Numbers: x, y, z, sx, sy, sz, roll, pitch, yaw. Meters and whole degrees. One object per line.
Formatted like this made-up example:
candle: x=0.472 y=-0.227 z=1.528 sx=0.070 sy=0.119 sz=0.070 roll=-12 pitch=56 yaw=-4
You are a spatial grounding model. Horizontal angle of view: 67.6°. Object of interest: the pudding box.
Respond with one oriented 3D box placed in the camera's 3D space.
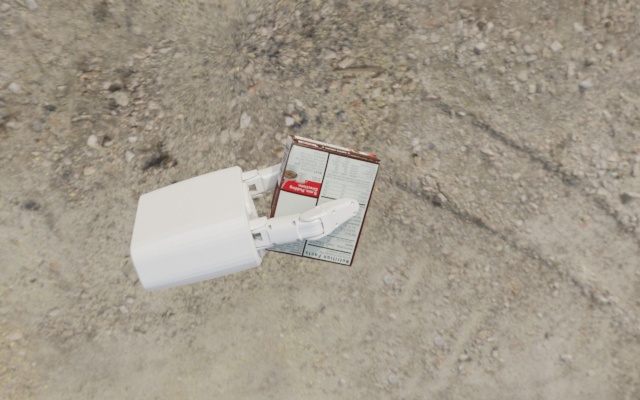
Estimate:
pudding box: x=0.000 y=0.002 z=0.465 sx=0.090 sy=0.113 sz=0.039 roll=12 pitch=16 yaw=-11
